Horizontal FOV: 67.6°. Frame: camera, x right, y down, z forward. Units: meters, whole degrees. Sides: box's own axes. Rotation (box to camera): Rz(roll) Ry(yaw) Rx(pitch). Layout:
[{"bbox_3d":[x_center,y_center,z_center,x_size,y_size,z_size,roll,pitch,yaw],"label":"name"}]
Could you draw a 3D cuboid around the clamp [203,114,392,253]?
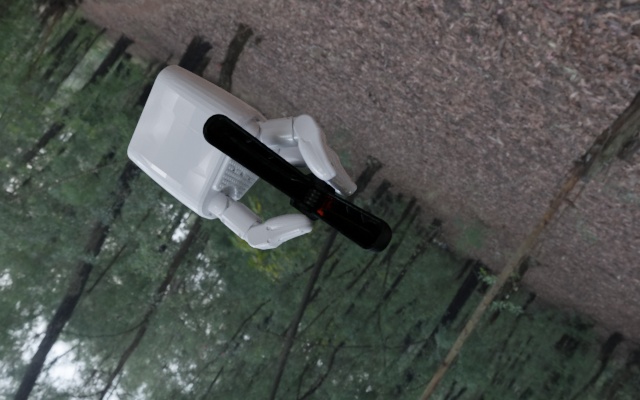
[{"bbox_3d":[0.000,0.002,0.432,0.164,0.036,0.210,35,-1,17],"label":"clamp"}]
